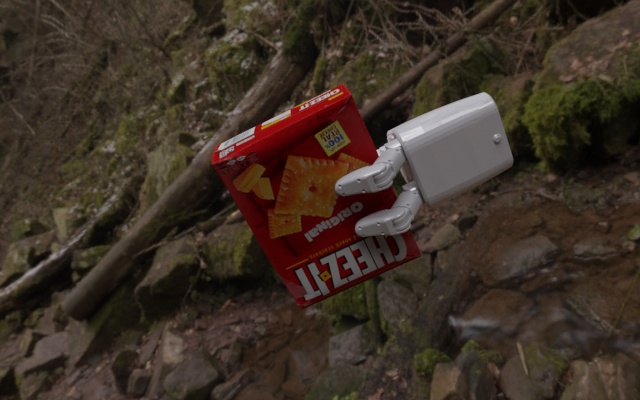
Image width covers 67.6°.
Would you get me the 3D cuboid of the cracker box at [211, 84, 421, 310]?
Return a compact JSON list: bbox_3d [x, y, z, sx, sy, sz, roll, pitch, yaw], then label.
[{"bbox_3d":[0.000,0.002,0.549,0.164,0.214,0.072,-25,23,5],"label":"cracker box"}]
